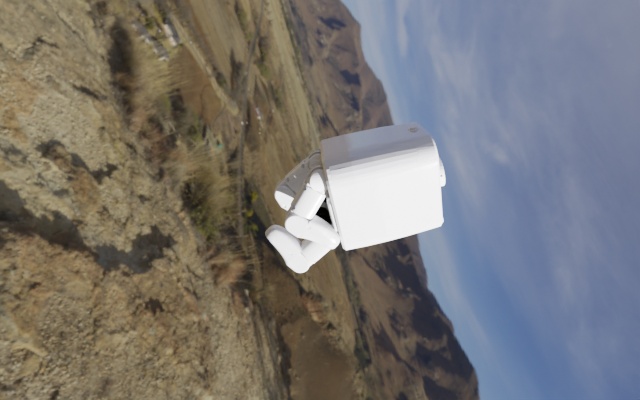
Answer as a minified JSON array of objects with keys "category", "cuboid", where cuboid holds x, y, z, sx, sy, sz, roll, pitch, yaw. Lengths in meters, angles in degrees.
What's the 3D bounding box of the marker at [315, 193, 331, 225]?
[{"category":"marker","cuboid":[0.000,0.002,0.545,0.020,0.020,0.121,0,22,-2]}]
